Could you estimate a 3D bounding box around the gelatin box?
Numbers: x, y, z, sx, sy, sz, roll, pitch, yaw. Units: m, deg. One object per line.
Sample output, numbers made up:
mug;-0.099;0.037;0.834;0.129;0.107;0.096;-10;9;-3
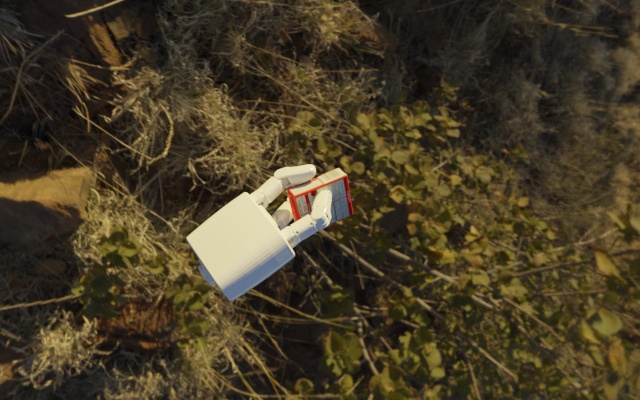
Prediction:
gelatin box;0.001;0.002;0.701;0.089;0.073;0.030;-23;36;-15
